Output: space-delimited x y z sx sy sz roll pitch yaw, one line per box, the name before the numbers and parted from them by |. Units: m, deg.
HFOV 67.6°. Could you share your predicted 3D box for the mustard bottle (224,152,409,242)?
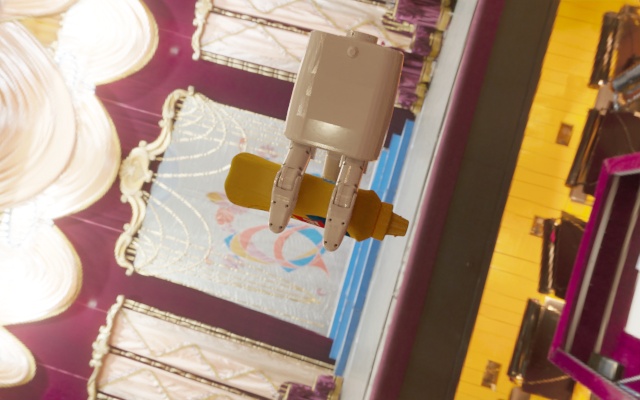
mustard bottle | 0.000 0.002 0.511 0.191 0.058 0.096 16 -7 5
